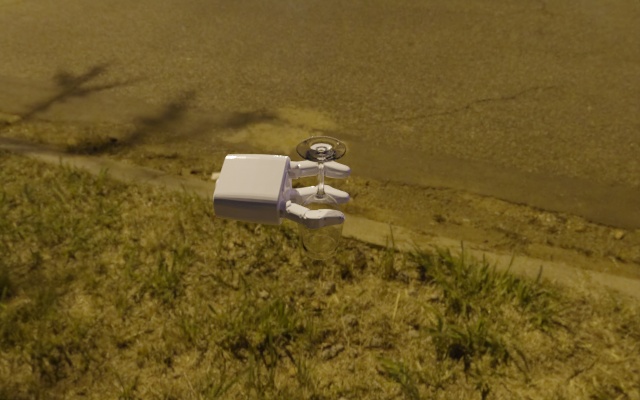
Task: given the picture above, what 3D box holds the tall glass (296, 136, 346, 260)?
[{"bbox_3d":[0.000,0.002,0.767,0.079,0.201,0.079,0,37,0],"label":"tall glass"}]
